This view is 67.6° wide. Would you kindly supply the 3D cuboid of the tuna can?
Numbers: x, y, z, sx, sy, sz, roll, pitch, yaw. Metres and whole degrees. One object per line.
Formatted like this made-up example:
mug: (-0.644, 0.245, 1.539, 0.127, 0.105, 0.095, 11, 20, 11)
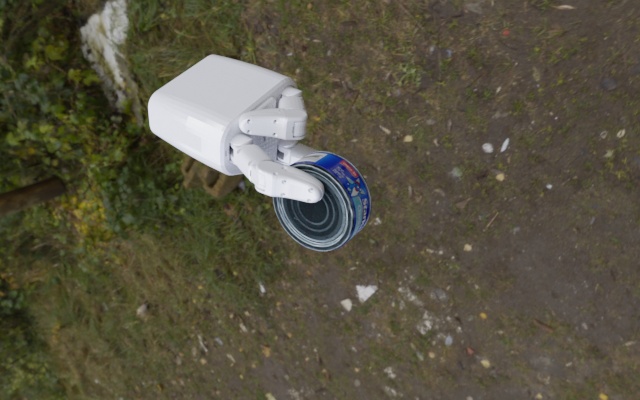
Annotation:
tuna can: (0.000, 0.002, 0.426, 0.086, 0.086, 0.033, 0, 23, 34)
